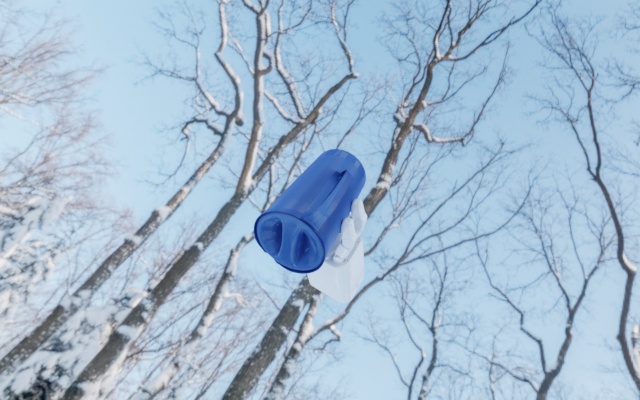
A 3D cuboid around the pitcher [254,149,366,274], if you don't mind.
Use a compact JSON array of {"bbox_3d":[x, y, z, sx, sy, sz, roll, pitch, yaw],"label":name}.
[{"bbox_3d":[0.000,0.003,0.864,0.149,0.145,0.242,8,39,25],"label":"pitcher"}]
